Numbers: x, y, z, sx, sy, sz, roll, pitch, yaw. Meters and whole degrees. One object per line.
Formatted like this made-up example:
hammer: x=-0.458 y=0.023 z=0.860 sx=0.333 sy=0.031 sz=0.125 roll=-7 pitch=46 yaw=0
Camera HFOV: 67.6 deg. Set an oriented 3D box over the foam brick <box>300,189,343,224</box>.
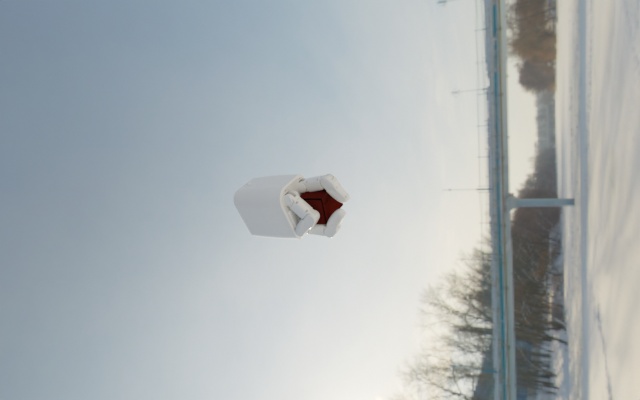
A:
foam brick: x=0.000 y=0.003 z=0.871 sx=0.051 sy=0.053 sz=0.078 roll=-1 pitch=25 yaw=27
